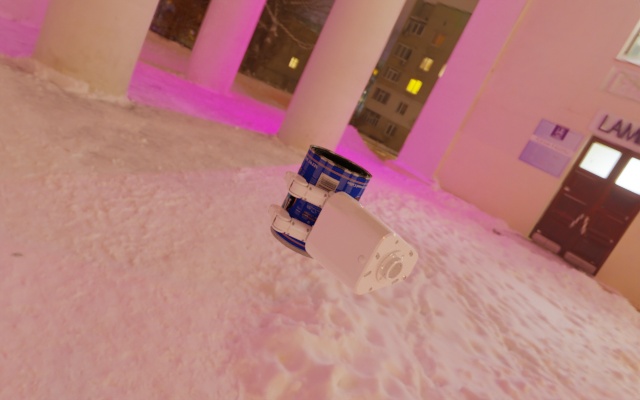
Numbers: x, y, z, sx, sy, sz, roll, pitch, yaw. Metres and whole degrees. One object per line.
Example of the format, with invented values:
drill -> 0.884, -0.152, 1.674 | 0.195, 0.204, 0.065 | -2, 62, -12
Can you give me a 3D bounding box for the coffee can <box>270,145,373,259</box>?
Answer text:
coffee can -> 0.000, 0.002, 0.712 | 0.103, 0.140, 0.102 | 25, 14, -7
